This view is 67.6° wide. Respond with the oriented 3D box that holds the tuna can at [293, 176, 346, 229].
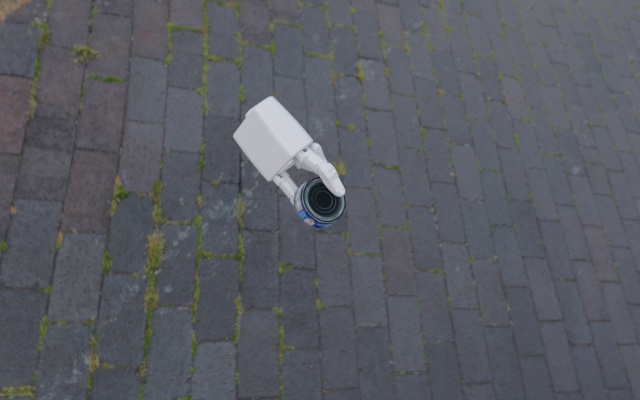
[{"bbox_3d":[0.000,0.003,0.806,0.086,0.086,0.034,0,-17,-27],"label":"tuna can"}]
